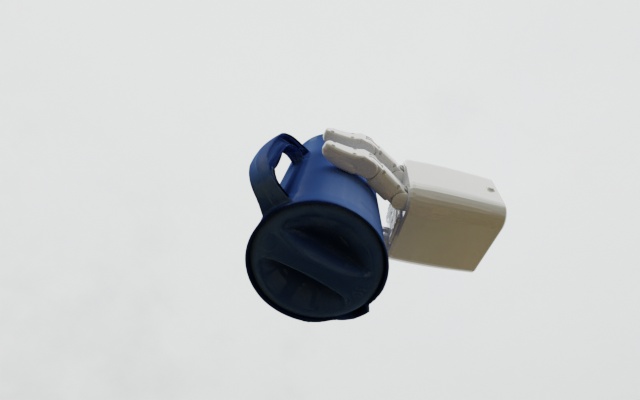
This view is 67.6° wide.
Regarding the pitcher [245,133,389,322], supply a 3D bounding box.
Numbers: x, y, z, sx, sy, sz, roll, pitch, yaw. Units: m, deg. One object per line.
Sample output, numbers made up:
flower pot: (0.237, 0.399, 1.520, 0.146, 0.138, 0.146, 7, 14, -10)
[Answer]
pitcher: (0.000, 0.002, 0.535, 0.145, 0.149, 0.242, 12, 27, -1)
